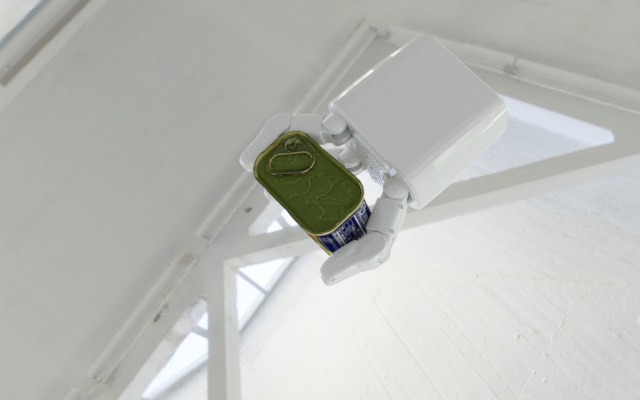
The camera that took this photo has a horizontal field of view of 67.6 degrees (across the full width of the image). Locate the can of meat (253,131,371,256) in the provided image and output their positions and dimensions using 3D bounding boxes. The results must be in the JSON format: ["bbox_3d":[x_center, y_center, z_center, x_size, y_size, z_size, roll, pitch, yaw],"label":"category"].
[{"bbox_3d":[0.000,0.002,0.412,0.102,0.057,0.084,44,-7,32],"label":"can of meat"}]
